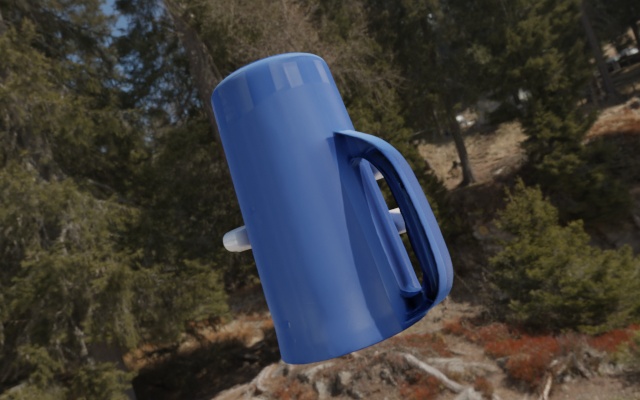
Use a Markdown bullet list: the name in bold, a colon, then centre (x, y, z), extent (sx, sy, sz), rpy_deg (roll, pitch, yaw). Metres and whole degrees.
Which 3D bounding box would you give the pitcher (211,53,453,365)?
- **pitcher**: centre (0.000, 0.001, 0.409), extent (0.149, 0.243, 0.145), rpy_deg (-19, -3, -2)
